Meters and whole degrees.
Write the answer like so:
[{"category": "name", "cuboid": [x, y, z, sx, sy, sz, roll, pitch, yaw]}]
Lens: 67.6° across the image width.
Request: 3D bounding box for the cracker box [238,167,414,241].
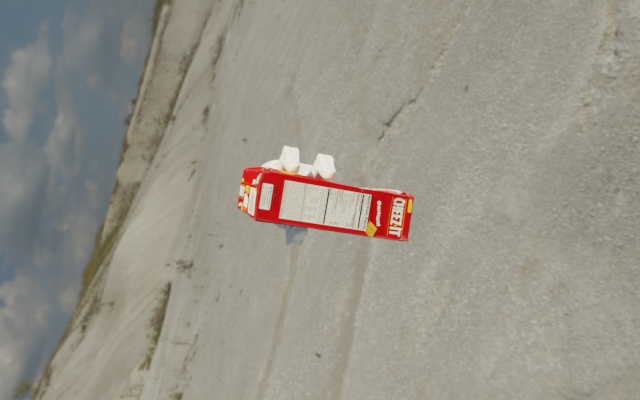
[{"category": "cracker box", "cuboid": [0.000, 0.002, 0.685, 0.214, 0.072, 0.164, 9, 1, -17]}]
